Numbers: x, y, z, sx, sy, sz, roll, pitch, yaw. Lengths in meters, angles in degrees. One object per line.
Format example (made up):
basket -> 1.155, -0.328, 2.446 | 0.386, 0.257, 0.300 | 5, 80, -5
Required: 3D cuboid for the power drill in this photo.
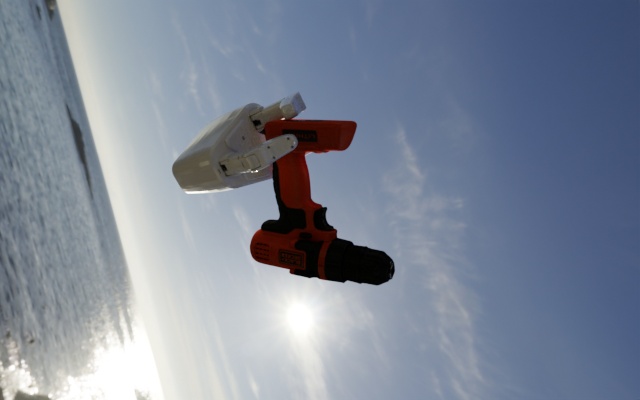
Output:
power drill -> 0.000, 0.001, 0.553 | 0.184, 0.188, 0.057 | 7, 13, 23
